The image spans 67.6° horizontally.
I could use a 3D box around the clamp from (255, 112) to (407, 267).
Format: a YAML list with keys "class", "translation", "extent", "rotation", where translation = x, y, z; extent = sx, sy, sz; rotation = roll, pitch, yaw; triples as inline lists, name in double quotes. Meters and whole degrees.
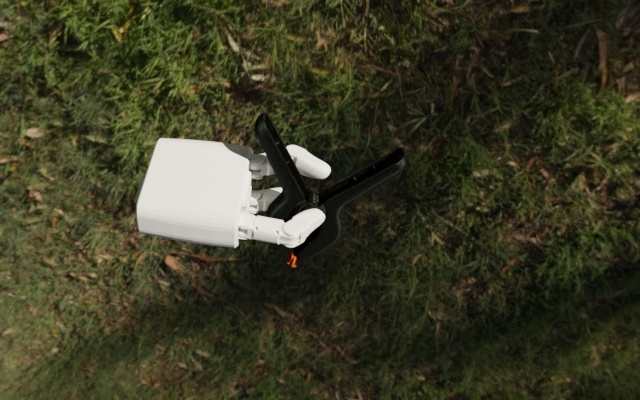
- class: "clamp"
  translation: [0.000, 0.003, 0.556]
  extent: [0.164, 0.210, 0.036]
  rotation: [9, 40, -3]
